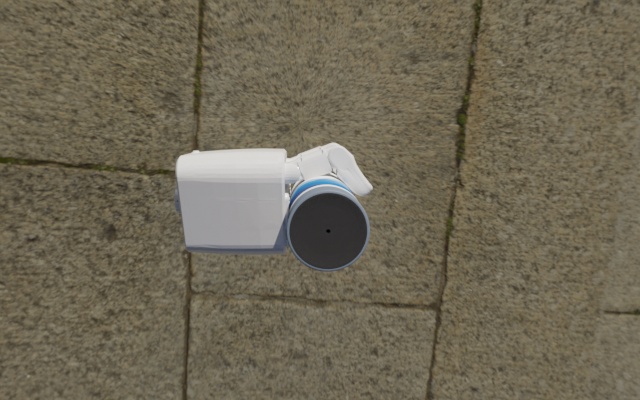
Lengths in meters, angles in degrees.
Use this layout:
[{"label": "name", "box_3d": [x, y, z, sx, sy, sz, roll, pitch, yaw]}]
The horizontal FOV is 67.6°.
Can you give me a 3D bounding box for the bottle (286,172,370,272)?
[{"label": "bottle", "box_3d": [0.000, 0.002, 0.521, 0.069, 0.069, 0.295, 0, 9, -2]}]
